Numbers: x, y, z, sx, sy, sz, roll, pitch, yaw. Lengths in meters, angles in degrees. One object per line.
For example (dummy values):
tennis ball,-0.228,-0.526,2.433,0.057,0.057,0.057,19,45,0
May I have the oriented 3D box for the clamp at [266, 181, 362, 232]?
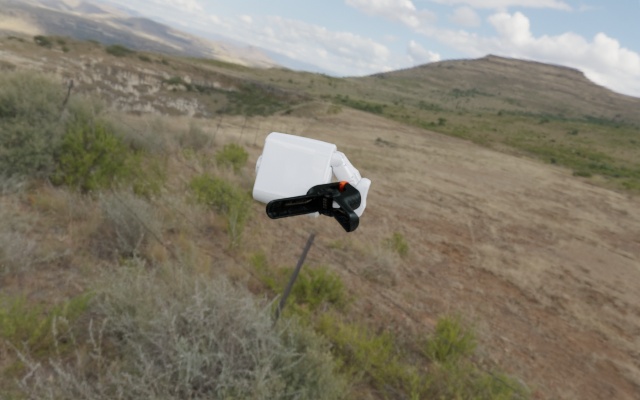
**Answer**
clamp,0.000,0.002,0.654,0.120,0.039,0.171,12,14,7
